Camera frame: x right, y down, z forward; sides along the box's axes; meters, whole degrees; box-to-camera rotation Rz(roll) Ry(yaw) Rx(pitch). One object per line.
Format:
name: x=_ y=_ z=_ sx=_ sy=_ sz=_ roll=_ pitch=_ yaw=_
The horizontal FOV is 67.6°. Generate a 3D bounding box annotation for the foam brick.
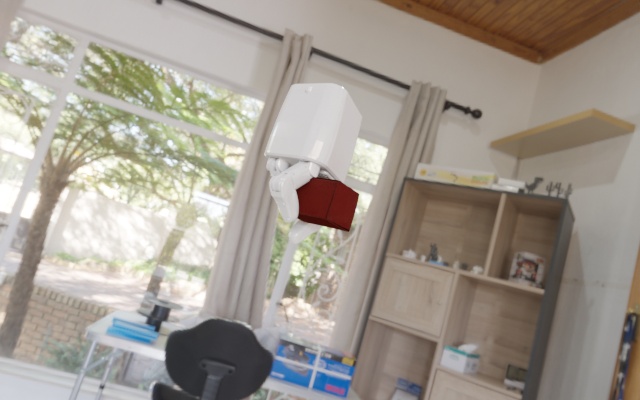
foam brick: x=0.000 y=0.002 z=0.602 sx=0.078 sy=0.051 sz=0.053 roll=11 pitch=-13 yaw=39
